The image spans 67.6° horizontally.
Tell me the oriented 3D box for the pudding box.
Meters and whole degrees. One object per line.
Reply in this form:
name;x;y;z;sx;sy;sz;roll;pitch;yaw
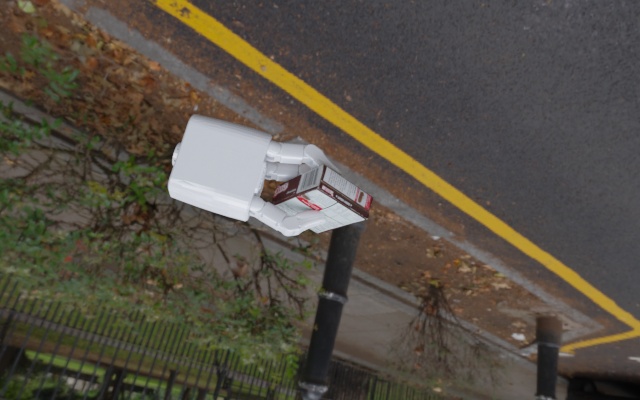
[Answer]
pudding box;0.000;0.002;0.643;0.090;0.039;0.113;31;-29;-28
